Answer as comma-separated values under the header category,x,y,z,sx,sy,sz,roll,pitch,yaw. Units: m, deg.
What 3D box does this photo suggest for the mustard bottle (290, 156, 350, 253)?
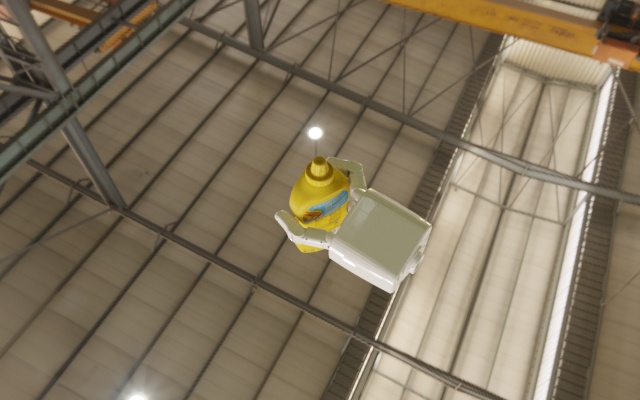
category,x,y,z,sx,sy,sz,roll,pitch,yaw
mustard bottle,0.000,0.002,0.727,0.096,0.058,0.192,-26,-32,-17
